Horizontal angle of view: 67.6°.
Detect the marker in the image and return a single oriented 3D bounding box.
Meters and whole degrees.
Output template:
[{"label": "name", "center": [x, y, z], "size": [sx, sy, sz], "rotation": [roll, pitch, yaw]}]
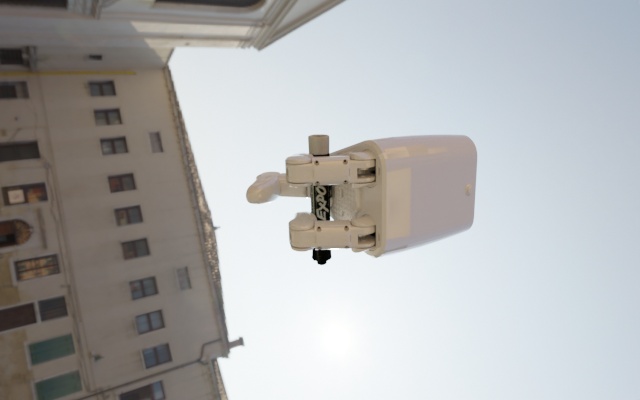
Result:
[{"label": "marker", "center": [0.000, 0.001, 0.433], "size": [0.020, 0.121, 0.020], "rotation": [-1, 16, 0]}]
